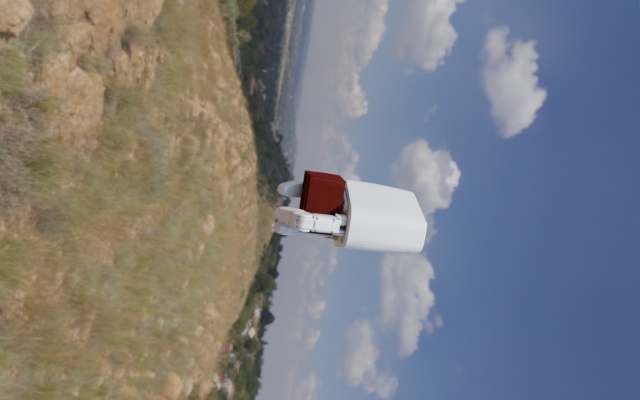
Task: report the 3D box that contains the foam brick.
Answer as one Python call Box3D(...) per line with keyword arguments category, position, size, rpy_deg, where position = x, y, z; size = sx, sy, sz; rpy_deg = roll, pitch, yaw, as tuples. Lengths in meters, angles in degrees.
Box3D(category="foam brick", position=(0.000, 0.002, 0.651), size=(0.051, 0.078, 0.053), rpy_deg=(7, 12, -9))
